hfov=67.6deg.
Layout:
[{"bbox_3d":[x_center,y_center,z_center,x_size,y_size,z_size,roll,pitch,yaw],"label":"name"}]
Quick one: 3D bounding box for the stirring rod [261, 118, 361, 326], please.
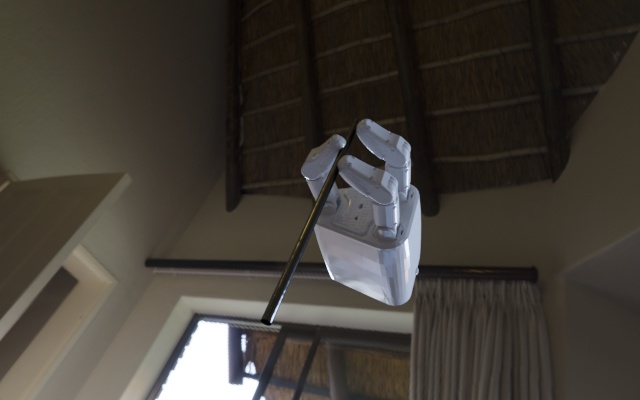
[{"bbox_3d":[0.000,0.001,0.404,0.011,0.011,0.239,0,43,25],"label":"stirring rod"}]
